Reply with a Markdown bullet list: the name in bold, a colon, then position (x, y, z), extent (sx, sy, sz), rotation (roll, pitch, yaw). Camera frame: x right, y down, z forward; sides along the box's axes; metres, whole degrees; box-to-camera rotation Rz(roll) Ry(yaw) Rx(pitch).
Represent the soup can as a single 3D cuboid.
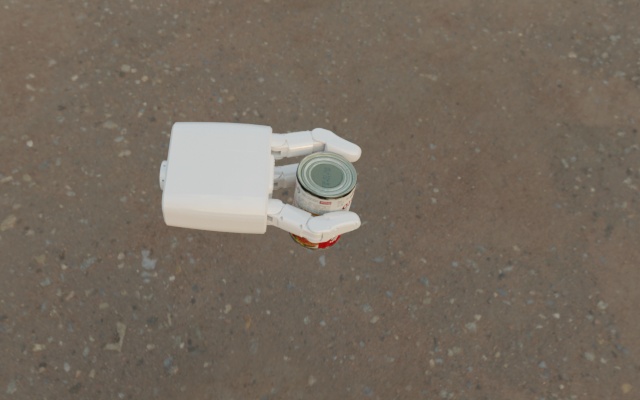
- **soup can**: position (0.001, 0.002, 0.546), extent (0.068, 0.068, 0.102), rotation (0, -38, -10)
